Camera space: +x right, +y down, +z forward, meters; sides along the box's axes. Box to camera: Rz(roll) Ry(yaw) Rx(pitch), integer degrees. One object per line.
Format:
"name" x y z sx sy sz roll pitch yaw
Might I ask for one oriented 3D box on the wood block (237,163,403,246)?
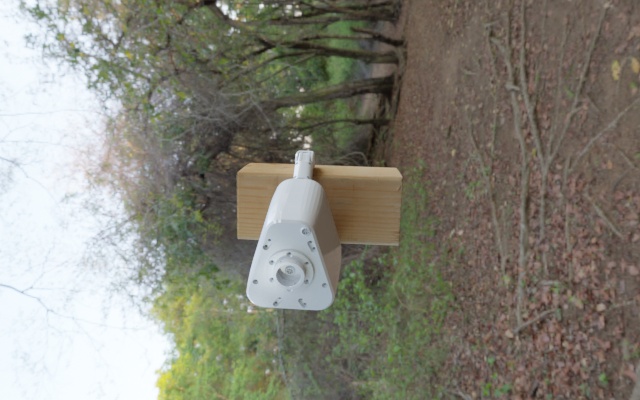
"wood block" 0.000 0.002 0.638 0.206 0.091 0.090 2 12 3
